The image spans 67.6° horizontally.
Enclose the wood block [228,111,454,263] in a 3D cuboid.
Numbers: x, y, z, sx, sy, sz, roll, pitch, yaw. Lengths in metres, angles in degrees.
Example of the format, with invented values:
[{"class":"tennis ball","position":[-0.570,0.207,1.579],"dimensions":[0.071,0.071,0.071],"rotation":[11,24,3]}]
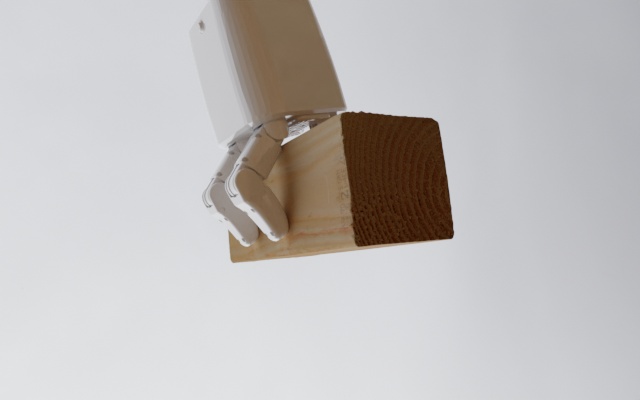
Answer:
[{"class":"wood block","position":[0.000,0.001,0.405],"dimensions":[0.091,0.090,0.206],"rotation":[-2,-8,-32]}]
